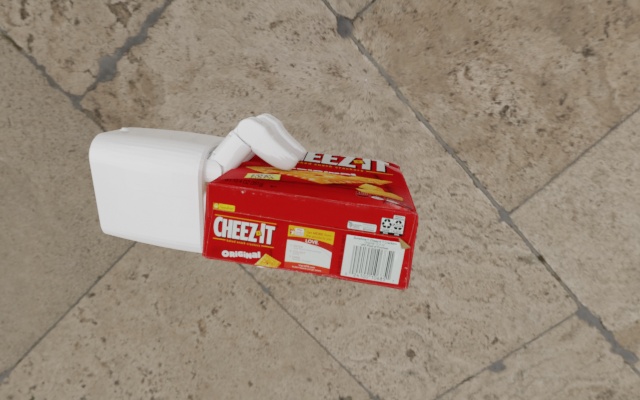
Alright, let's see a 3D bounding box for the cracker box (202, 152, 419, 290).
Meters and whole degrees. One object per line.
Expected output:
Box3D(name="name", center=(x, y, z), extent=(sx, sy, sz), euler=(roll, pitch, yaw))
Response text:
Box3D(name="cracker box", center=(0.000, 0.002, 0.461), extent=(0.164, 0.072, 0.213), euler=(8, 15, 4))
